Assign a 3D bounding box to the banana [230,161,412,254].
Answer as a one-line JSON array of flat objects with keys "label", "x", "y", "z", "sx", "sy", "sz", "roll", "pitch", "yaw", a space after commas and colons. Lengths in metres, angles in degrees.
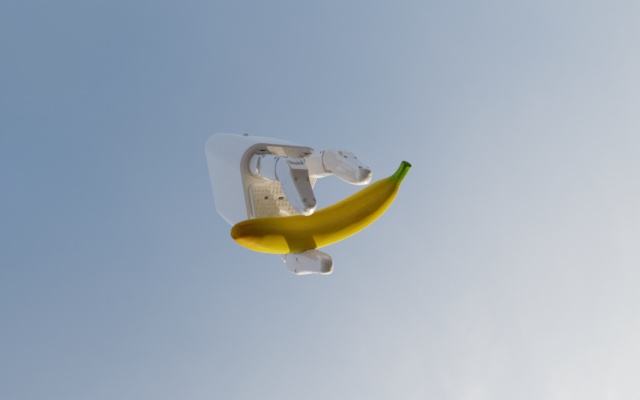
[{"label": "banana", "x": 0.004, "y": 0.016, "z": 0.475, "sx": 0.198, "sy": 0.070, "sz": 0.037, "roll": -23, "pitch": 40, "yaw": -24}]
